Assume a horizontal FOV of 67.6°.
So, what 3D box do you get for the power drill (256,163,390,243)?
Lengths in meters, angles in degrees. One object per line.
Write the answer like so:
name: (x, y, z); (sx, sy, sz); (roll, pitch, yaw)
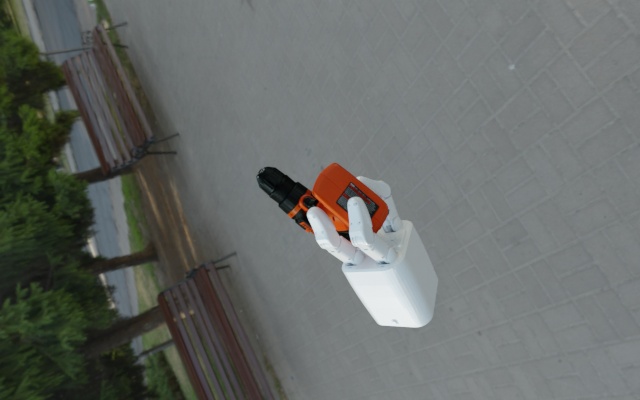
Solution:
power drill: (0.000, 0.002, 0.675); (0.184, 0.057, 0.187); (37, -16, -10)
